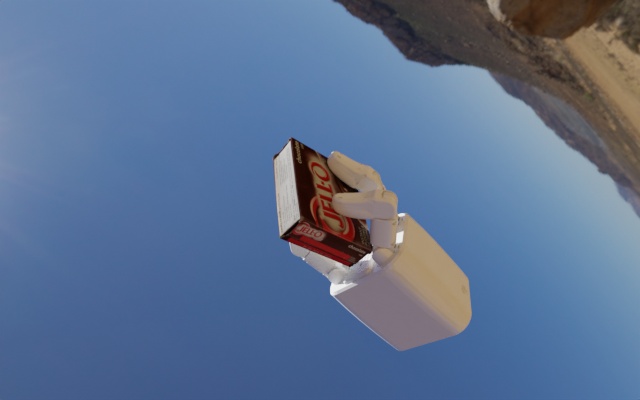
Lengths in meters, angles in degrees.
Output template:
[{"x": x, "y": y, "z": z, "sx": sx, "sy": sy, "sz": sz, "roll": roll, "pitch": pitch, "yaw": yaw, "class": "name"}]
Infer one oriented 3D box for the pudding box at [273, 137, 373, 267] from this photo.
[{"x": 0.000, "y": 0.002, "z": 0.474, "sx": 0.090, "sy": 0.113, "sz": 0.039, "roll": 27, "pitch": -56, "yaw": -34, "class": "pudding box"}]
